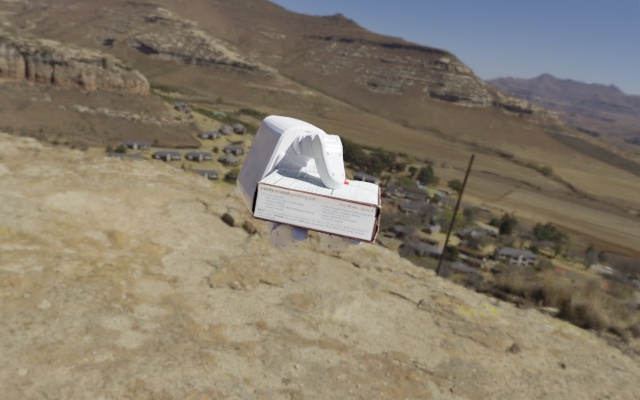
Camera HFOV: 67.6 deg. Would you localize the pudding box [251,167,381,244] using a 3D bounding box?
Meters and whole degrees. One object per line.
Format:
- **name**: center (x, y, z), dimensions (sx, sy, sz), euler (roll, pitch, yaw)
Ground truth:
- **pudding box**: center (0.000, 0.001, 0.452), dimensions (0.113, 0.039, 0.090), euler (10, 14, 5)
